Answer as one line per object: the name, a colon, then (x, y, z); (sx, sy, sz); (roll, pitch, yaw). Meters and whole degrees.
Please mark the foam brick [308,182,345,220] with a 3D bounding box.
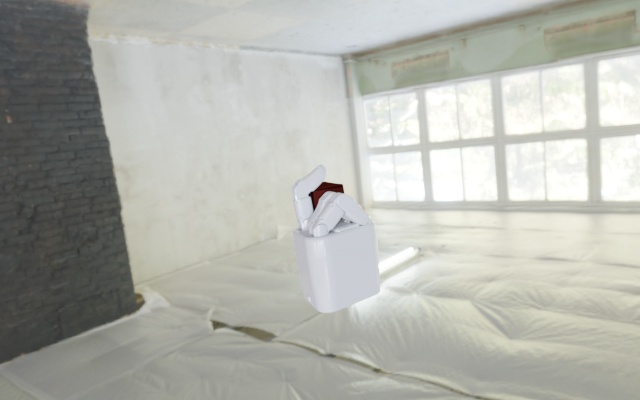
foam brick: (0.000, 0.002, 0.722); (0.053, 0.051, 0.078); (-11, 9, -18)
